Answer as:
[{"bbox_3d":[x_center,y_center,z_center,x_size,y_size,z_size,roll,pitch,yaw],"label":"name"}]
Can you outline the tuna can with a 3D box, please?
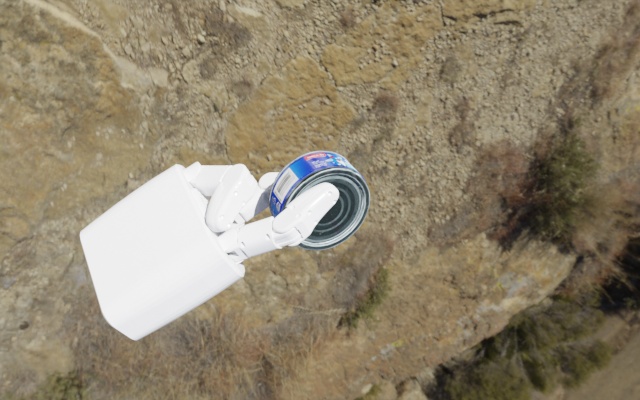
[{"bbox_3d":[0.000,0.002,0.421,0.086,0.086,0.033,0,30,-28],"label":"tuna can"}]
